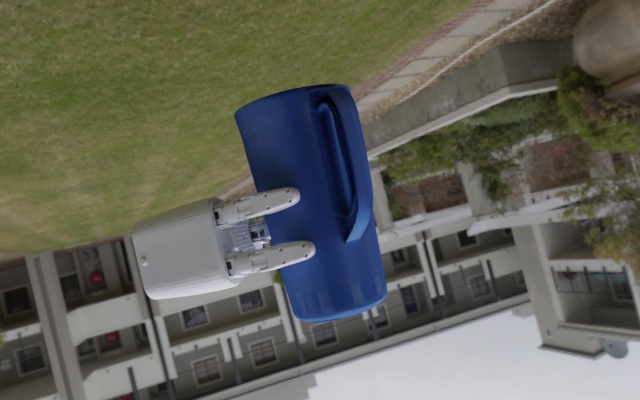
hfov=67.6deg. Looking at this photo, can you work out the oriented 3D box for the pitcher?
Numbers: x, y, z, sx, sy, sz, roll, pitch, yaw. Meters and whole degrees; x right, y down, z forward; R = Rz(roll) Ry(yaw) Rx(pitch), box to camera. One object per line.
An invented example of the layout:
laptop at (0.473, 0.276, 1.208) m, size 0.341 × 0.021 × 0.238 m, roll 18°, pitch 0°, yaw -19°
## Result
pitcher at (0.000, 0.002, 0.522) m, size 0.145 × 0.243 × 0.149 m, roll -14°, pitch -1°, yaw 15°
